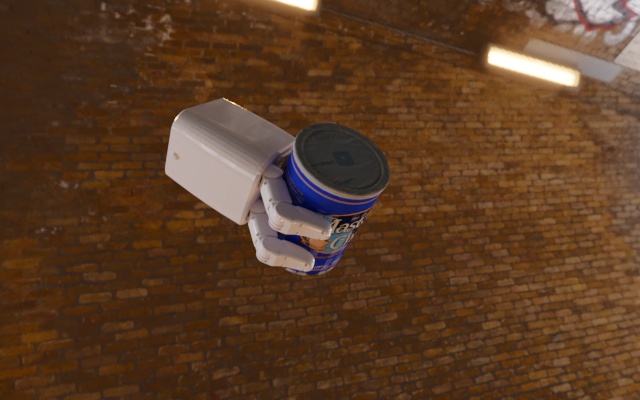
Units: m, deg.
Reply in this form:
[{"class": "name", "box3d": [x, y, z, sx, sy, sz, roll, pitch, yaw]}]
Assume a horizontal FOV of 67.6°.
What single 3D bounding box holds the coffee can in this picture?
[{"class": "coffee can", "box3d": [0.000, 0.002, 0.522, 0.103, 0.102, 0.140, 0, -41, -26]}]
